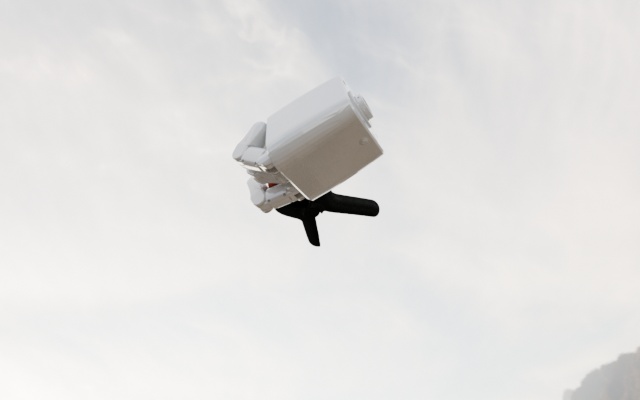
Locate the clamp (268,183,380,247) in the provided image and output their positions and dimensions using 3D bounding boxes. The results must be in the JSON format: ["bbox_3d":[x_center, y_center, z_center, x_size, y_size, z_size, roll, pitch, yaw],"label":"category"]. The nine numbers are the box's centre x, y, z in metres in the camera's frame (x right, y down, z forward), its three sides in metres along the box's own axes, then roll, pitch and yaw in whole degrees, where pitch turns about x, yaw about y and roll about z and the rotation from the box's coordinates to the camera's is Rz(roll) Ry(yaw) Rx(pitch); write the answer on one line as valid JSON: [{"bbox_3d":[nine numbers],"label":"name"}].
[{"bbox_3d":[0.000,0.002,0.641,0.120,0.039,0.171,-29,-40,15],"label":"clamp"}]
